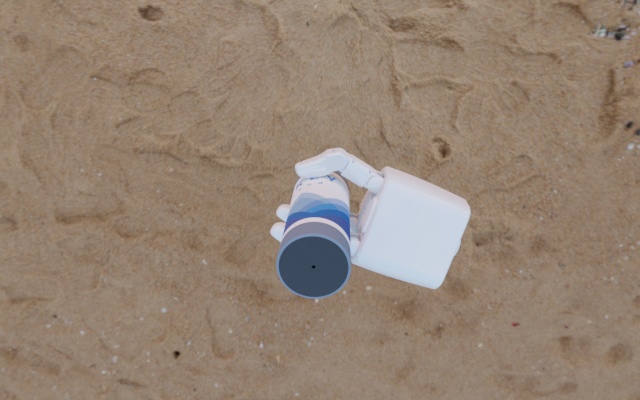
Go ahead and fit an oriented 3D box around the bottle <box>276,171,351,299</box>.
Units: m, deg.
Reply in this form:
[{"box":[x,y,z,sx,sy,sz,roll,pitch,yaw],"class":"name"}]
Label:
[{"box":[0.000,0.002,0.555,0.069,0.069,0.295,0,23,3],"class":"bottle"}]
